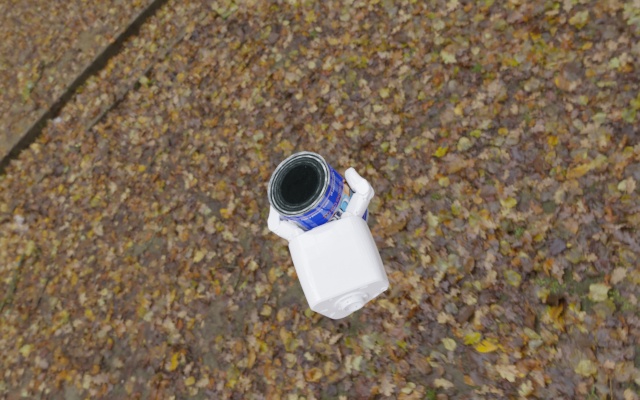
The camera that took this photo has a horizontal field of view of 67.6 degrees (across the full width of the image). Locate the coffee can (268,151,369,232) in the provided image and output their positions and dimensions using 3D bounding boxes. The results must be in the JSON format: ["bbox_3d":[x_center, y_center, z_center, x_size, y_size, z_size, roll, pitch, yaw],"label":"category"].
[{"bbox_3d":[0.000,0.002,0.733,0.103,0.102,0.140,0,-23,31],"label":"coffee can"}]
